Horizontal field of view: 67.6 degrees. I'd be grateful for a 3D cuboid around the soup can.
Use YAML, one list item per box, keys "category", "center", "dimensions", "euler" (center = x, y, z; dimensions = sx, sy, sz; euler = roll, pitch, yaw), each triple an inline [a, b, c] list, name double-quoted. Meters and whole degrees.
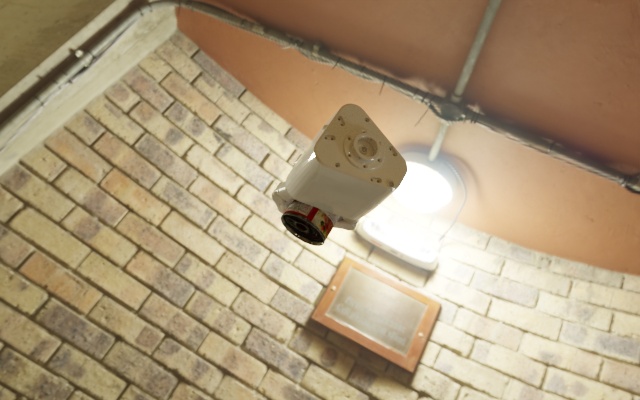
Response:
- category: "soup can"
  center: [0.000, 0.002, 0.660]
  dimensions: [0.068, 0.102, 0.068]
  euler: [26, -27, 14]
